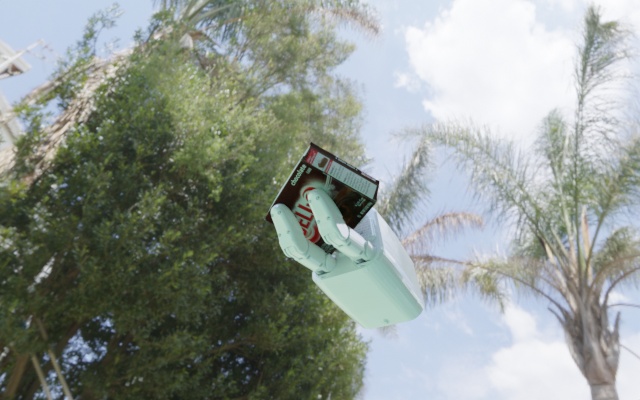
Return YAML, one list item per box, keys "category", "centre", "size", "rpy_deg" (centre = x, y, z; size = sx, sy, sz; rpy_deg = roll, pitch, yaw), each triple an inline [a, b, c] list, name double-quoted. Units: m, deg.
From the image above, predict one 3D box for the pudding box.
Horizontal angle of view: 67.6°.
- category: "pudding box"
  centre: [0.000, 0.002, 0.529]
  size: [0.090, 0.039, 0.113]
  rpy_deg: [28, -47, -7]
